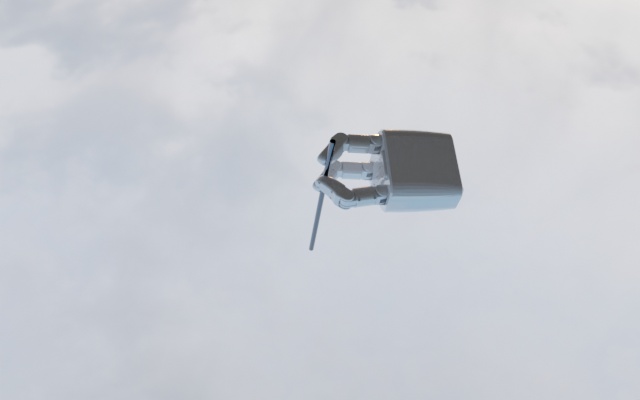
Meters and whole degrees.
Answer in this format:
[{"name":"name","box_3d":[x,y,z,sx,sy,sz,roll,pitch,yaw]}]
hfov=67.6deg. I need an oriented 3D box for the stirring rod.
[{"name":"stirring rod","box_3d":[0.000,0.002,0.693,0.011,0.011,0.240,0,-40,-10]}]
